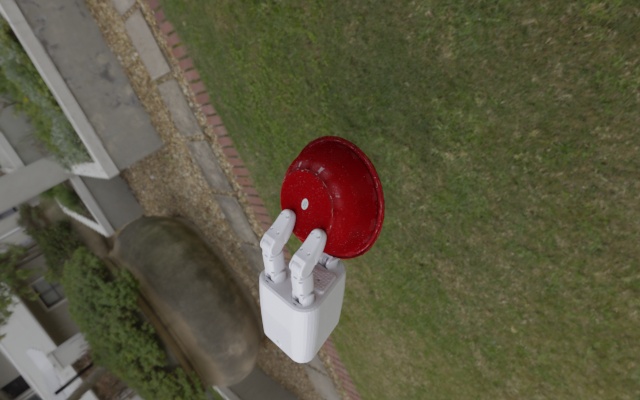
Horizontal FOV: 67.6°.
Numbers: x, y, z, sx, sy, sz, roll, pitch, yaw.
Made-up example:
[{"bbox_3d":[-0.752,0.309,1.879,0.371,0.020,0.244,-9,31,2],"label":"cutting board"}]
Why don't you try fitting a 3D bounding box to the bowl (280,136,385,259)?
[{"bbox_3d":[0.000,0.001,0.598,0.162,0.162,0.055,0,10,45],"label":"bowl"}]
